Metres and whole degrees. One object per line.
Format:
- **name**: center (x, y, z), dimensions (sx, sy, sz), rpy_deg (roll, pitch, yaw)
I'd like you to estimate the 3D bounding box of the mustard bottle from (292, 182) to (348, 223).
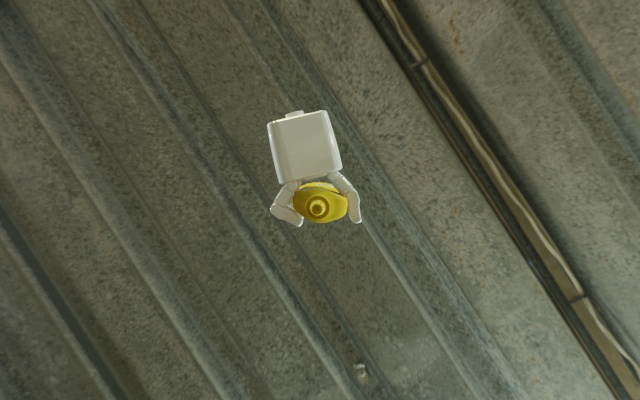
- **mustard bottle**: center (0.000, 0.003, 0.844), dimensions (0.096, 0.058, 0.191), rpy_deg (11, 6, 2)
